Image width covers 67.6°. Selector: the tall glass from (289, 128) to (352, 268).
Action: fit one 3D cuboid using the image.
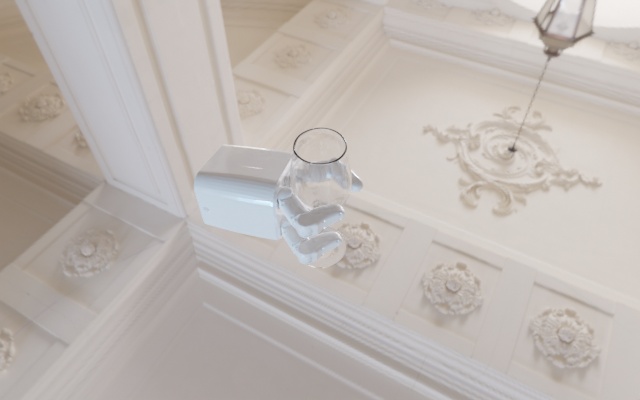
[{"bbox_3d":[0.000,0.002,0.617,0.079,0.079,0.201,0,-41,0],"label":"tall glass"}]
